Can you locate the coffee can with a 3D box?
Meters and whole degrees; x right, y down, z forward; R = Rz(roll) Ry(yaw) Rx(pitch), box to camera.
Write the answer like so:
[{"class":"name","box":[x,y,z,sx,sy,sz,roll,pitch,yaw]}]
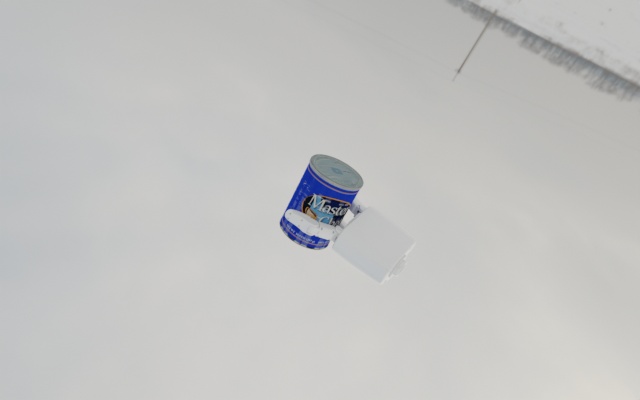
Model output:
[{"class":"coffee can","box":[0.000,0.003,0.857,0.103,0.140,0.102,22,27,-12]}]
